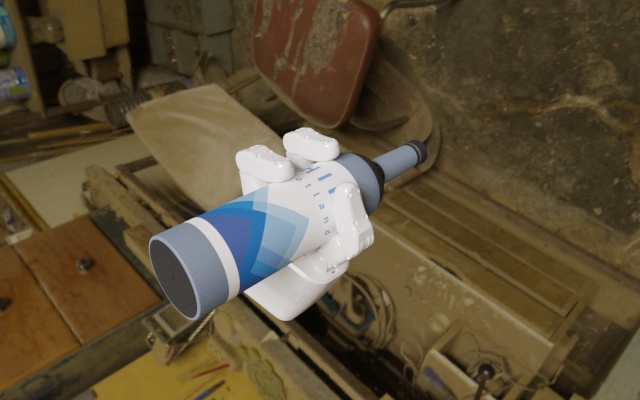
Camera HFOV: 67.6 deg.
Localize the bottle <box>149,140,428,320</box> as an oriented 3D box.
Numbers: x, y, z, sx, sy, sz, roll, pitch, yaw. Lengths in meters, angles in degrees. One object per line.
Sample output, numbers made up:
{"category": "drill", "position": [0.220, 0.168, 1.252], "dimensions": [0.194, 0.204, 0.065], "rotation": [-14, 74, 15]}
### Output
{"category": "bottle", "position": [0.000, 0.001, 0.425], "dimensions": [0.295, 0.069, 0.069], "rotation": [-27, 17, -37]}
